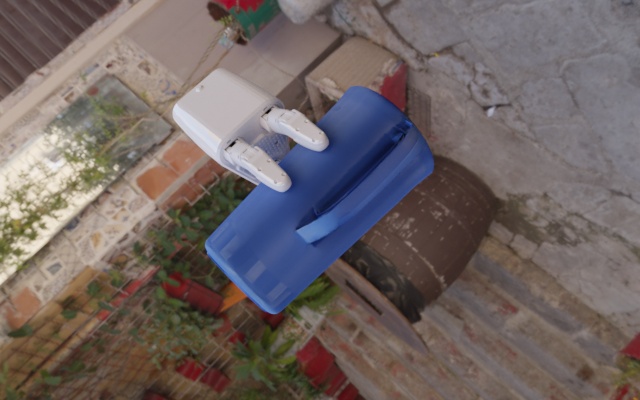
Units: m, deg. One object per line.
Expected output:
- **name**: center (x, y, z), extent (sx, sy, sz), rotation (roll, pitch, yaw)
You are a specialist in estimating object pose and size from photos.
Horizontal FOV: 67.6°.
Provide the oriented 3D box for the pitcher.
- **pitcher**: center (0.000, 0.002, 0.510), extent (0.145, 0.243, 0.149), rotation (39, -12, 29)
